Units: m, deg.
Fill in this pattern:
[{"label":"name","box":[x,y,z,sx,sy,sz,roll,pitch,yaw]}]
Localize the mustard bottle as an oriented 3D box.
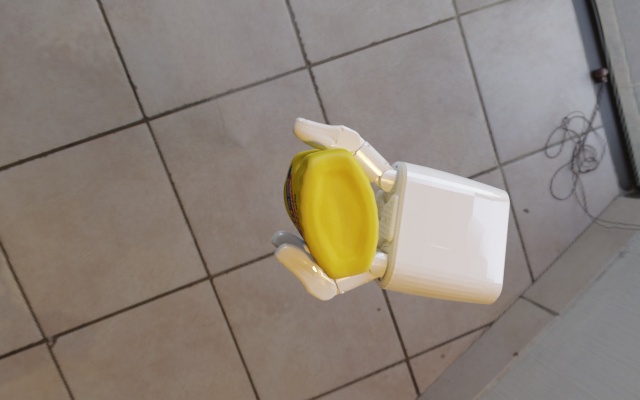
[{"label":"mustard bottle","box":[0.000,0.001,0.436,0.058,0.096,0.191,-13,8,-7]}]
